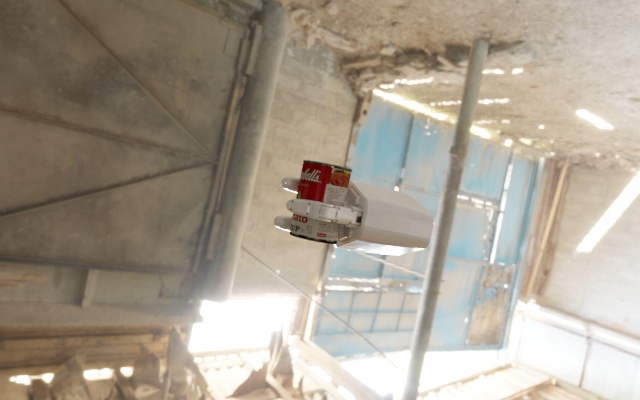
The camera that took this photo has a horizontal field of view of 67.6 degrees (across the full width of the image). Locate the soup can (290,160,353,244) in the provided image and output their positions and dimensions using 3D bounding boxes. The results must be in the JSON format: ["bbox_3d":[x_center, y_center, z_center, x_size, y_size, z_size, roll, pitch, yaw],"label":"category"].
[{"bbox_3d":[0.000,0.002,0.643,0.068,0.102,0.068,11,1,0],"label":"soup can"}]
